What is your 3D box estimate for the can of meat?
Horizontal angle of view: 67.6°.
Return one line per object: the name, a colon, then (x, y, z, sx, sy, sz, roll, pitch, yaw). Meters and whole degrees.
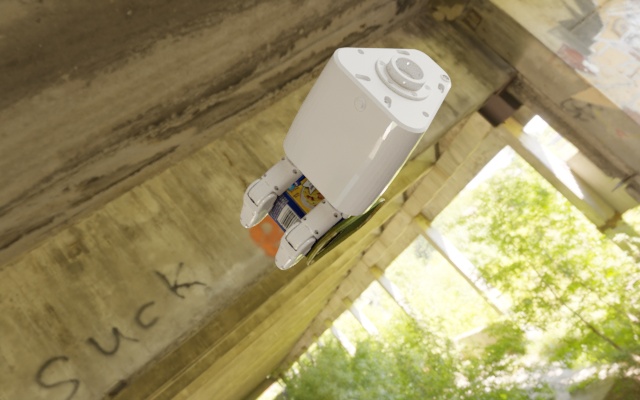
can of meat: (0.000, 0.001, 0.480, 0.102, 0.084, 0.057, -33, -15, -38)
